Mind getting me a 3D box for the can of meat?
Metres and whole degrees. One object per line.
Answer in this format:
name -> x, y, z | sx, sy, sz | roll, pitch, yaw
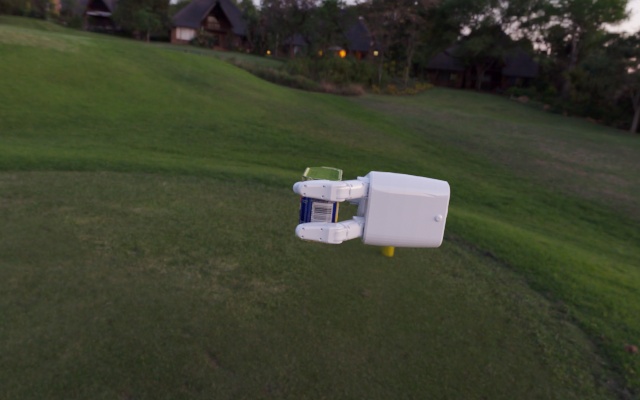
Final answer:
can of meat -> 0.000, 0.002, 0.658 | 0.057, 0.084, 0.102 | 6, 14, 1
